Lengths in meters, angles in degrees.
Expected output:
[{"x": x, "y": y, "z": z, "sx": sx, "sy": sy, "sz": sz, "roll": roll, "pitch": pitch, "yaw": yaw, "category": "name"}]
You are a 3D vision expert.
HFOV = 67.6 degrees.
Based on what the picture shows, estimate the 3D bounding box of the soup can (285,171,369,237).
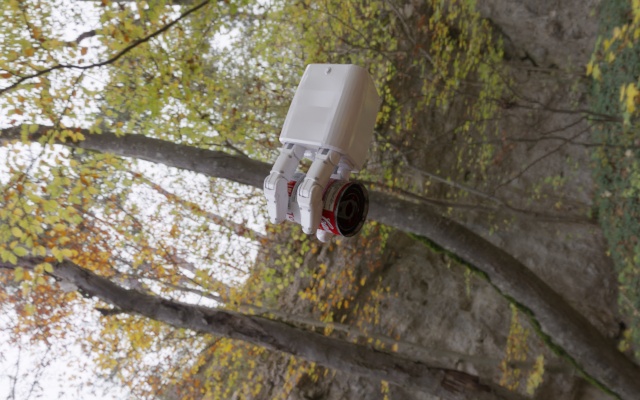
[{"x": 0.000, "y": 0.002, "z": 0.602, "sx": 0.102, "sy": 0.068, "sz": 0.068, "roll": 13, "pitch": 8, "yaw": 36, "category": "soup can"}]
